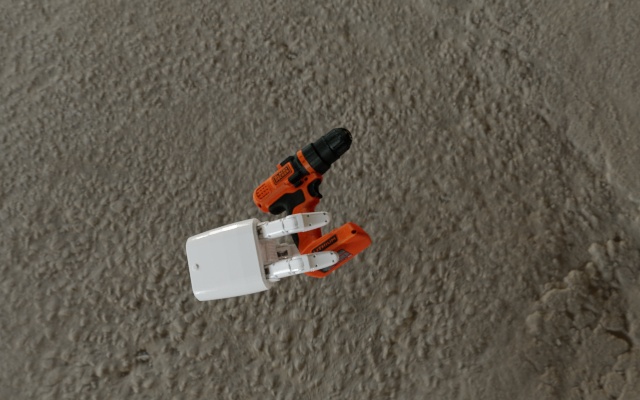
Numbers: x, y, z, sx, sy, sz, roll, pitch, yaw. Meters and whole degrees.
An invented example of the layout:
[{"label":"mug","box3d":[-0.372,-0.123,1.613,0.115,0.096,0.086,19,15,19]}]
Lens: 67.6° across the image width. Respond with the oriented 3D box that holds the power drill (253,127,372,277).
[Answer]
[{"label":"power drill","box3d":[0.000,0.003,0.701,0.184,0.187,0.057,-38,-36,16]}]
